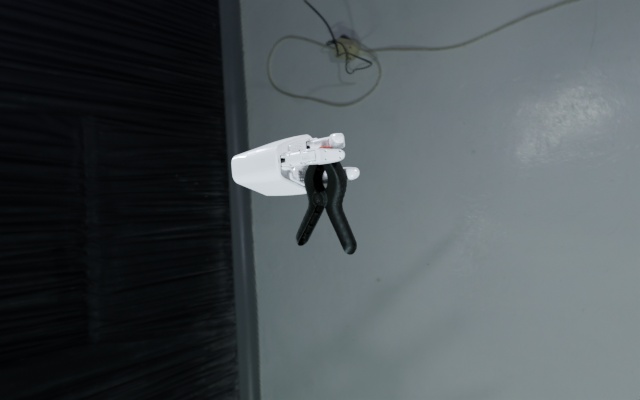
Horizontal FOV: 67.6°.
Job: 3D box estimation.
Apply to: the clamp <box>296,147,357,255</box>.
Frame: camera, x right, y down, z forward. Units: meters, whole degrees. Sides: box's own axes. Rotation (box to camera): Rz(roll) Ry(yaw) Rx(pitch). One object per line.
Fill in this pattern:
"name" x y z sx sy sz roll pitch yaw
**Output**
"clamp" 0.000 0.002 0.767 0.120 0.171 0.039 -6 -2 36
